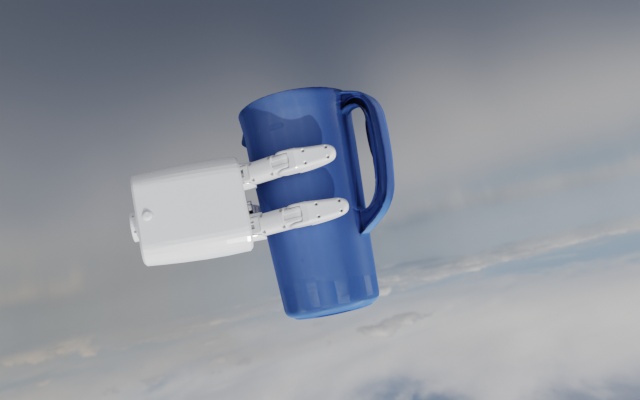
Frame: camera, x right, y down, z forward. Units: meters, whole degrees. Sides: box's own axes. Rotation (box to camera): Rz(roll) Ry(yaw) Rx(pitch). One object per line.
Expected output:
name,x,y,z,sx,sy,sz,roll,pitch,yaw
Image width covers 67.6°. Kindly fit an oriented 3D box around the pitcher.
pitcher,0.000,0.002,0.539,0.145,0.243,0.149,-10,-7,-14
